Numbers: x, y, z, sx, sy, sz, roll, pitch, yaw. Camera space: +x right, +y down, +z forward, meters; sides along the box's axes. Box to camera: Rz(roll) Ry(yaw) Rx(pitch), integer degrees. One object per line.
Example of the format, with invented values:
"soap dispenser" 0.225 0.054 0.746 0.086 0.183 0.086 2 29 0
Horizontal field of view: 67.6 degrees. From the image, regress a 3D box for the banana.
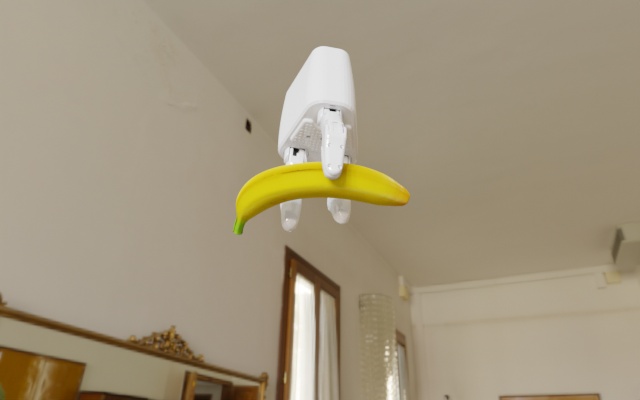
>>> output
"banana" -0.007 -0.011 0.505 0.198 0.037 0.070 -9 -46 10
